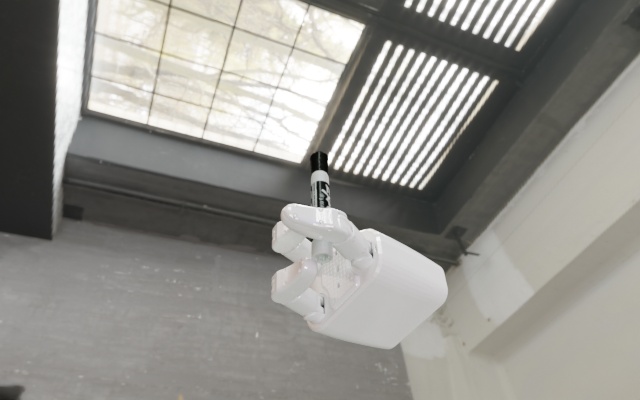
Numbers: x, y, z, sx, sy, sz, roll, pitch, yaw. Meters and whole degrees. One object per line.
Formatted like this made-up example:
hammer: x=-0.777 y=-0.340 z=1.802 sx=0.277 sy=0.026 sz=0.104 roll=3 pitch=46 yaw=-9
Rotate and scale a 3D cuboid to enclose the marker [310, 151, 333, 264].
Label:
marker: x=0.000 y=0.001 z=0.443 sx=0.020 sy=0.121 sz=0.020 roll=-1 pitch=-37 yaw=-1
